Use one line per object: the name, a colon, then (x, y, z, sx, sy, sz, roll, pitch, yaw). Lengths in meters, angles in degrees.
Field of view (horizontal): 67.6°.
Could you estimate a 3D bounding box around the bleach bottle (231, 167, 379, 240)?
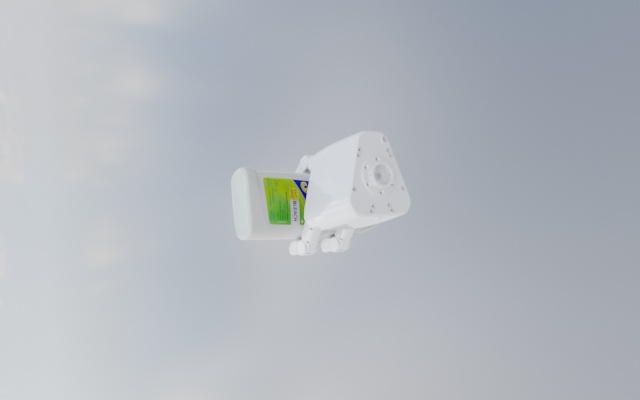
bleach bottle: (0.000, 0.002, 0.706, 0.251, 0.102, 0.068, -2, -9, -30)
